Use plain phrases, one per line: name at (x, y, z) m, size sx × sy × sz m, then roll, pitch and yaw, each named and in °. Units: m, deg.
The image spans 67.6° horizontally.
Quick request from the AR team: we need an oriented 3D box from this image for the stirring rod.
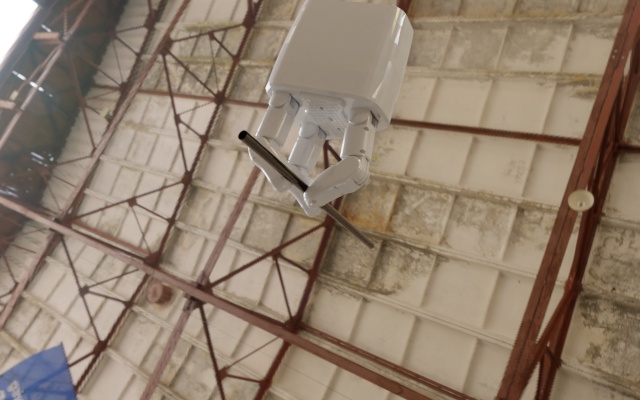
stirring rod at (0.000, 0.001, 0.439) m, size 0.011 × 0.011 × 0.240 m, roll 0°, pitch -24°, yaw 31°
